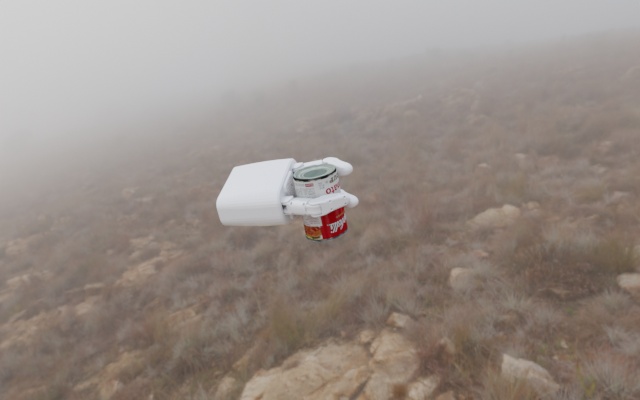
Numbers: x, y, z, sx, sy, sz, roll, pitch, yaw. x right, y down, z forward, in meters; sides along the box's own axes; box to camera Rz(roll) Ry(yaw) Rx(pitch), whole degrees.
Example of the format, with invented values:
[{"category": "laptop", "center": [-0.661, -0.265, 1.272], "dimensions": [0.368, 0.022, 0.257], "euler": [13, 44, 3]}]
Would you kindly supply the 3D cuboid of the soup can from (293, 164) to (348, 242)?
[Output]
[{"category": "soup can", "center": [0.001, 0.002, 0.725], "dimensions": [0.068, 0.102, 0.068], "euler": [-10, 21, 4]}]
